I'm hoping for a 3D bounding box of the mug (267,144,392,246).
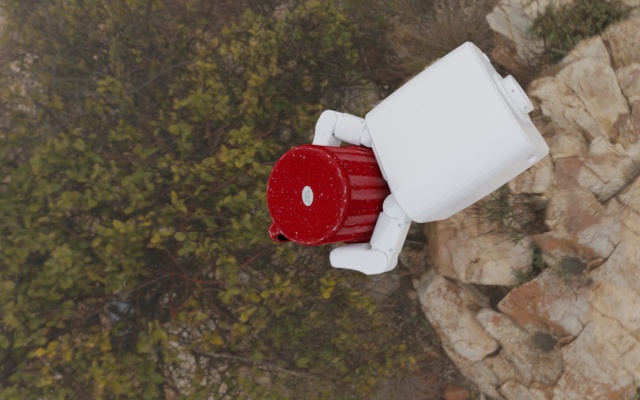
[{"bbox_3d":[-0.001,0.002,0.414,0.117,0.093,0.081,-36,-18,28],"label":"mug"}]
